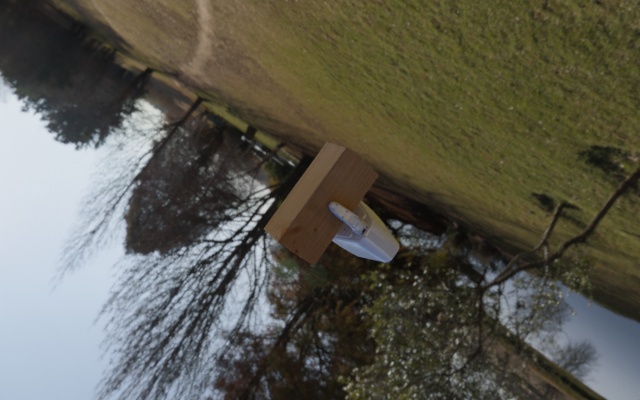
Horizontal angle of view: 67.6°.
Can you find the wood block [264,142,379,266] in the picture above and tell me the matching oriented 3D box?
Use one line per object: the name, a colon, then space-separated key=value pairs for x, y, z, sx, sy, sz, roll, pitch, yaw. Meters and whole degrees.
wood block: x=0.000 y=0.003 z=0.887 sx=0.090 sy=0.206 sz=0.090 roll=37 pitch=-3 yaw=-28
